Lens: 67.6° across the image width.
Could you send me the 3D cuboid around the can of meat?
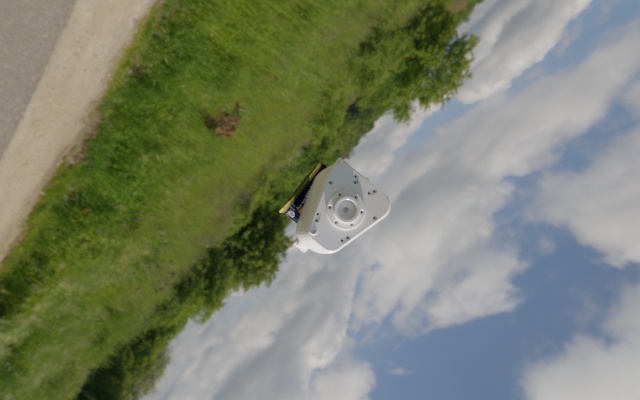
[{"bbox_3d":[0.000,0.003,0.743,0.084,0.102,0.057,38,-12,-4],"label":"can of meat"}]
